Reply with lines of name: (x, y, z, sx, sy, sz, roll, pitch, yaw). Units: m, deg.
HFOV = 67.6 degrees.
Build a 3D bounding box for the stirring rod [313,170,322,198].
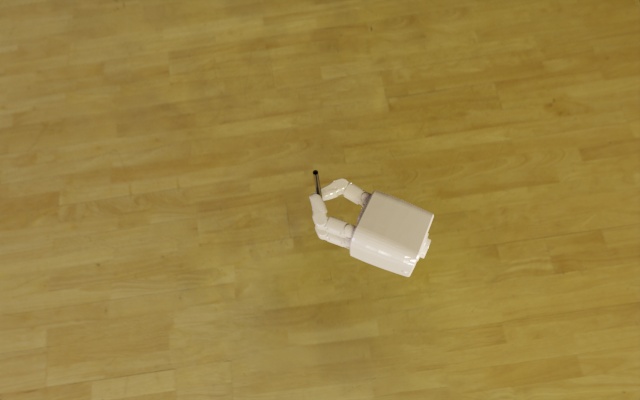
stirring rod: (0.000, 0.003, 0.810, 0.011, 0.011, 0.240, 0, -21, 4)
